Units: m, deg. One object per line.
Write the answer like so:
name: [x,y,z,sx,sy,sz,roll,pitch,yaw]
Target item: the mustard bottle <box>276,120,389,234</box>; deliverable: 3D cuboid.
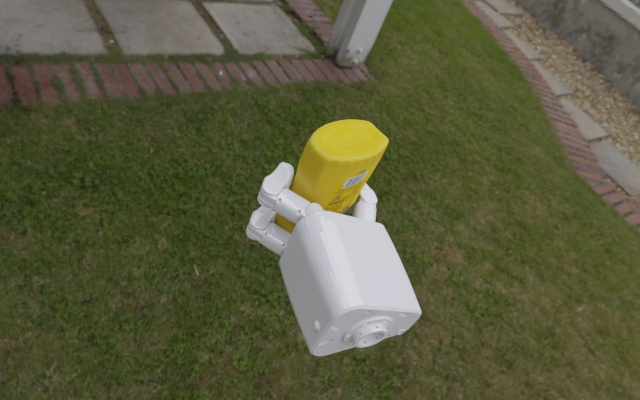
mustard bottle: [0.000,0.001,0.532,0.096,0.058,0.192,-24,-28,-41]
